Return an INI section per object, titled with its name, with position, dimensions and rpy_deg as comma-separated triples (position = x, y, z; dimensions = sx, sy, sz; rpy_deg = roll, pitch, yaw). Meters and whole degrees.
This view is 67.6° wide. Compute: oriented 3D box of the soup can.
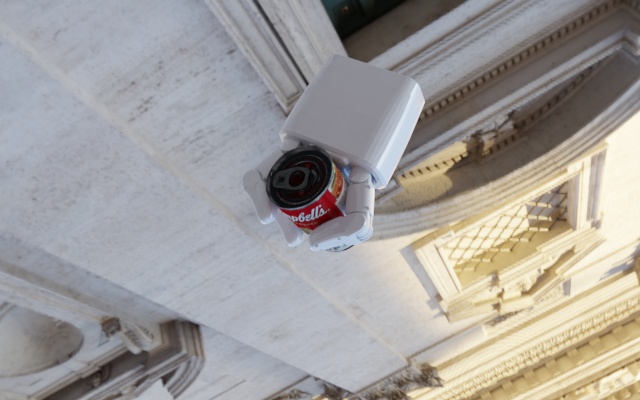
[soup can]
position = 0.000, 0.002, 0.472
dimensions = 0.068, 0.068, 0.102
rpy_deg = 0, -28, 27
